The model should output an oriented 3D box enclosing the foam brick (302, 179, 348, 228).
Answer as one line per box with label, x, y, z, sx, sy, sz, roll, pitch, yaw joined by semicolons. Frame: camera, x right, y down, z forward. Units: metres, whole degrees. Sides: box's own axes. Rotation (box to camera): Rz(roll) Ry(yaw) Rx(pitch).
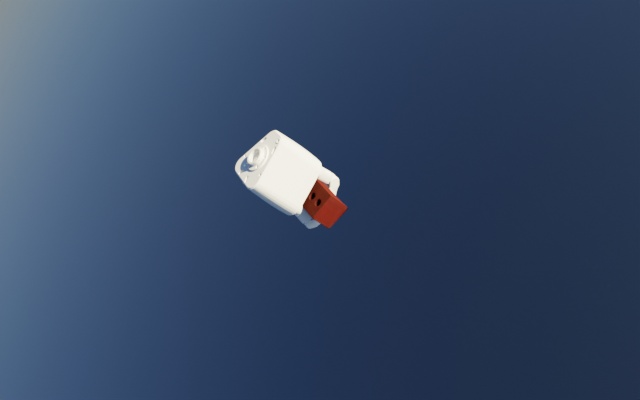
foam brick;0.000;0.003;0.862;0.051;0.053;0.078;35;9;-43
